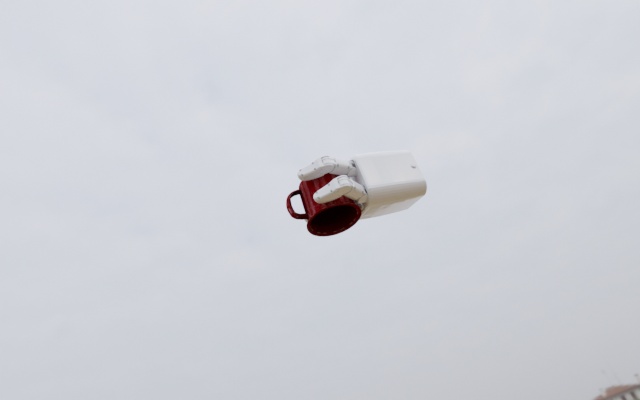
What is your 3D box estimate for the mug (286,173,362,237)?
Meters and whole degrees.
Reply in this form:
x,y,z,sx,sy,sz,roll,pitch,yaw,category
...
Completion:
x,y,z,sx,sy,sz,roll,pitch,yaw,category
-0.001,0.003,0.788,0.117,0.081,0.093,-8,-35,-17,mug
